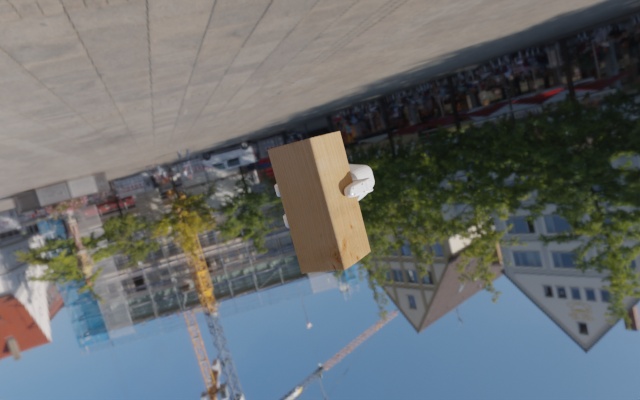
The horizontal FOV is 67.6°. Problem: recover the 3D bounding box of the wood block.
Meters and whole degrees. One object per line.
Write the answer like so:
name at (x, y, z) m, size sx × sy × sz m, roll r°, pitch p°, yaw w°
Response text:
wood block at (0.001, 0.003, 0.770) m, size 0.091 × 0.206 × 0.090 m, roll -11°, pitch 8°, yaw 35°
